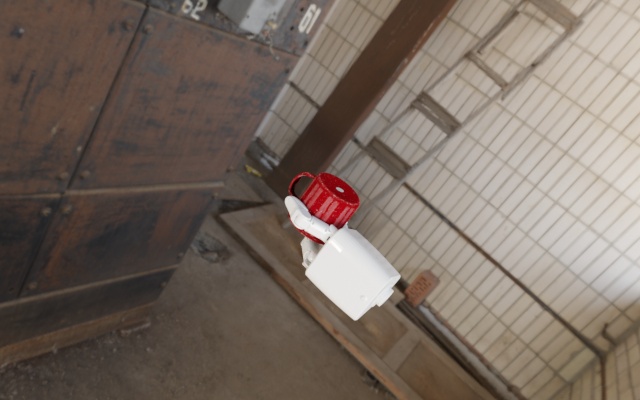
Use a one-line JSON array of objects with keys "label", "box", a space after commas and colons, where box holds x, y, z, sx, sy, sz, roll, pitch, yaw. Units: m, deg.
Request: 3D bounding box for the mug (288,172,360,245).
[{"label": "mug", "box": [-0.001, 0.001, 0.759, 0.117, 0.081, 0.093, 43, 24, 16]}]
